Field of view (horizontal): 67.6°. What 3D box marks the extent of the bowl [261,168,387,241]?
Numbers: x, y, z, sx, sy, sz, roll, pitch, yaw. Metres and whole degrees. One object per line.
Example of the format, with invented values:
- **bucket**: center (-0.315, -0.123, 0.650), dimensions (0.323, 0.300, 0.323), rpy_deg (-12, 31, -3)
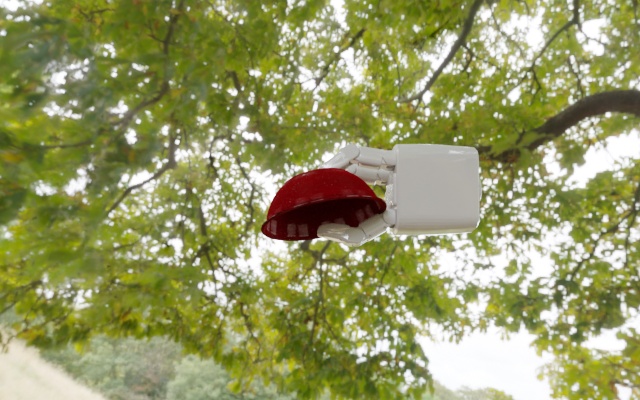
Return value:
- **bowl**: center (-0.001, 0.002, 0.610), dimensions (0.162, 0.055, 0.162), rpy_deg (-11, -19, -4)
